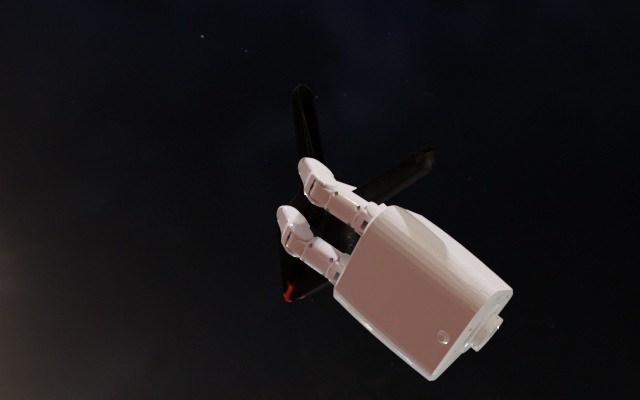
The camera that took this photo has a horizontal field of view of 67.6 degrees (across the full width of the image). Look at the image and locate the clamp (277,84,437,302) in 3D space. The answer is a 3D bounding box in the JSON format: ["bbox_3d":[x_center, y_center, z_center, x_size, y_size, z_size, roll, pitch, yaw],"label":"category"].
[{"bbox_3d":[0.001,0.002,0.463,0.036,0.210,0.164,-5,38,-49],"label":"clamp"}]
